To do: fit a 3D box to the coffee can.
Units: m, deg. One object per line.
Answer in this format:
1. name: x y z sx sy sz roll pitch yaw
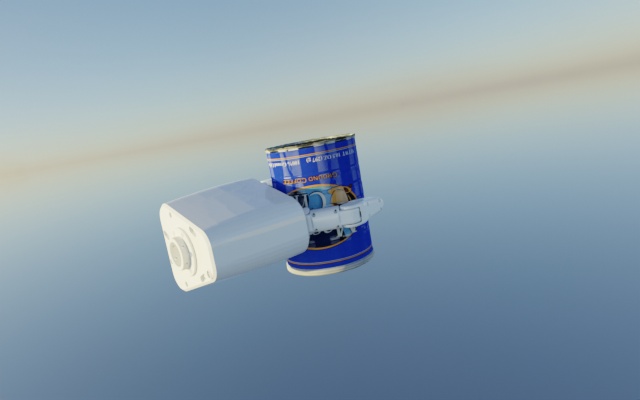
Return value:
1. coffee can: 0.000 0.002 0.543 0.103 0.140 0.103 -10 10 2
